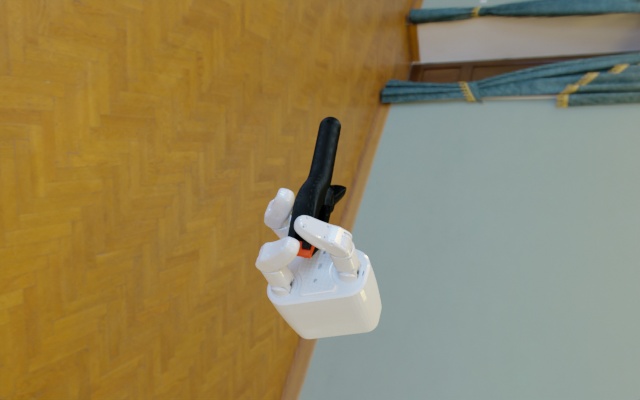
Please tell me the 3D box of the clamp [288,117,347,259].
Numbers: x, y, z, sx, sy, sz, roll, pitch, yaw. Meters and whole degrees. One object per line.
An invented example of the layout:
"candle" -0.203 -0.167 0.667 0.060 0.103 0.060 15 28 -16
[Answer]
"clamp" 0.001 0.002 0.548 0.039 0.171 0.120 5 -36 21
